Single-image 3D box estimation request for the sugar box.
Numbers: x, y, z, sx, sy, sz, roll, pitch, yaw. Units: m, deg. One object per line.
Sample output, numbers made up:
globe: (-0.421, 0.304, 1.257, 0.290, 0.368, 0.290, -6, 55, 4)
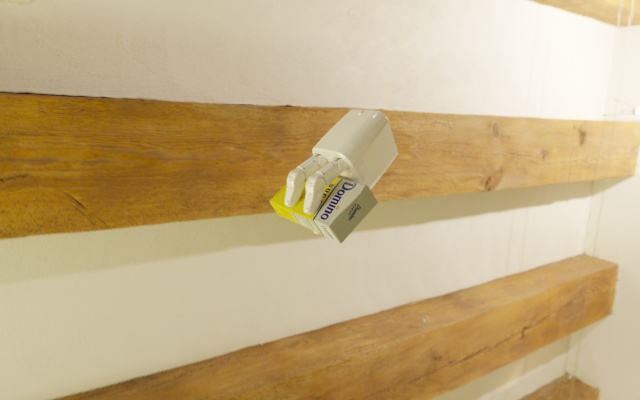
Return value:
sugar box: (0.000, 0.002, 0.782, 0.093, 0.048, 0.176, -47, 32, -19)
